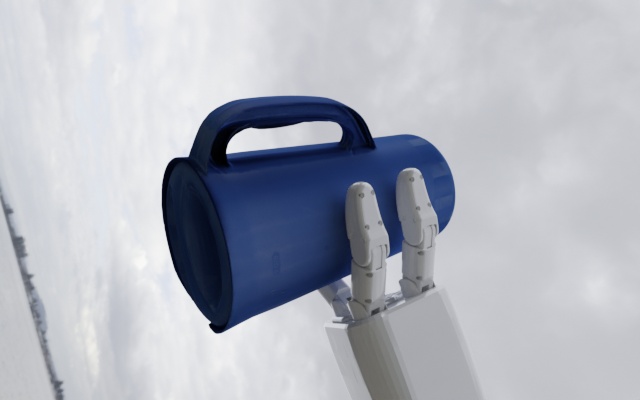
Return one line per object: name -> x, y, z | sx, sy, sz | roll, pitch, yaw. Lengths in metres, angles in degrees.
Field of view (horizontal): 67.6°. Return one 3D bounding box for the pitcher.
pitcher -> 0.000, 0.002, 0.407 | 0.243, 0.145, 0.149 | -15, -11, -33
